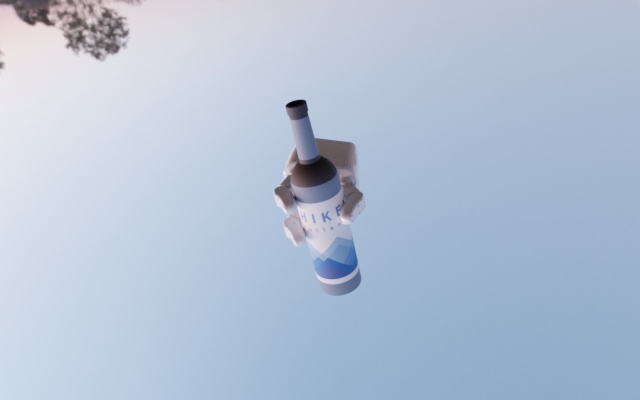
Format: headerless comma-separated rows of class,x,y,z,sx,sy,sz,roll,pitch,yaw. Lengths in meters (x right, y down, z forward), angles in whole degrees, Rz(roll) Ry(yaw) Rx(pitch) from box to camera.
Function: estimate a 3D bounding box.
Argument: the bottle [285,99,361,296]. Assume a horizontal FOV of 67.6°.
bottle,0.000,0.002,0.670,0.069,0.296,0.069,-11,30,6
